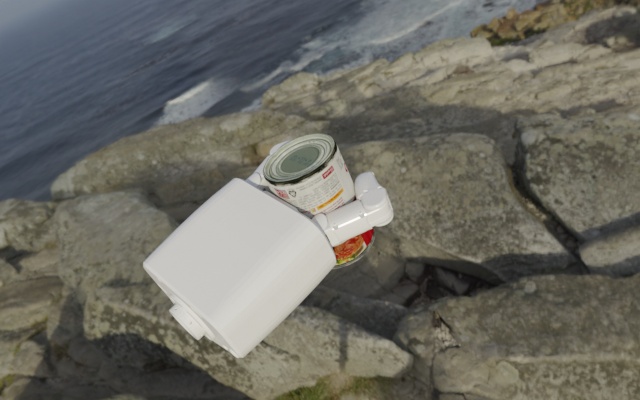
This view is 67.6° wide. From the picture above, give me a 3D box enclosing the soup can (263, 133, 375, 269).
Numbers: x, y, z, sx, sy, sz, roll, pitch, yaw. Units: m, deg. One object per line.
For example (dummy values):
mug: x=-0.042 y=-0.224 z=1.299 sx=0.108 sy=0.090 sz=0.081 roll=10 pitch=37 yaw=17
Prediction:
soup can: x=0.000 y=0.001 z=0.420 sx=0.068 sy=0.102 sz=0.068 roll=-18 pitch=35 yaw=13
